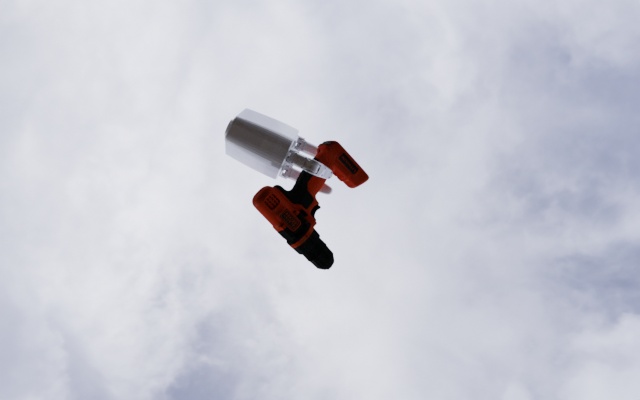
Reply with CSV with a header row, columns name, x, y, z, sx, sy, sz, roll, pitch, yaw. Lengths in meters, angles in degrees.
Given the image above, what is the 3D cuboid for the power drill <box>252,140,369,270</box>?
name,x,y,z,sx,sy,sz,roll,pitch,yaw
power drill,0.000,0.002,0.834,0.184,0.187,0.057,47,-20,-17
